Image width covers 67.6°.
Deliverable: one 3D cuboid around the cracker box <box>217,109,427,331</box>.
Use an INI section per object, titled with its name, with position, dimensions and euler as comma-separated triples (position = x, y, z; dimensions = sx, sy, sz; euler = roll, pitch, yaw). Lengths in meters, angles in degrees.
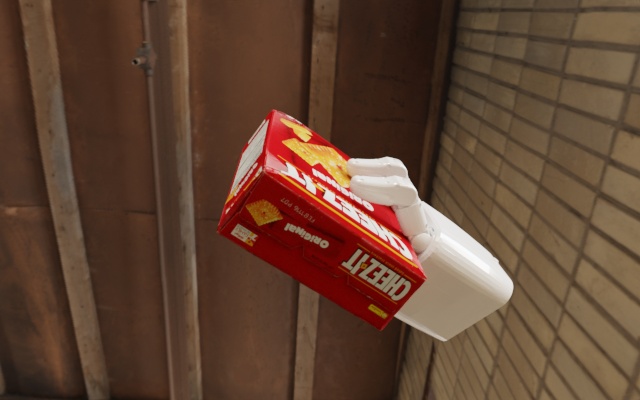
[cracker box]
position = 0.000, 0.002, 0.465
dimensions = 0.164, 0.072, 0.213
euler = 33, 17, -16
